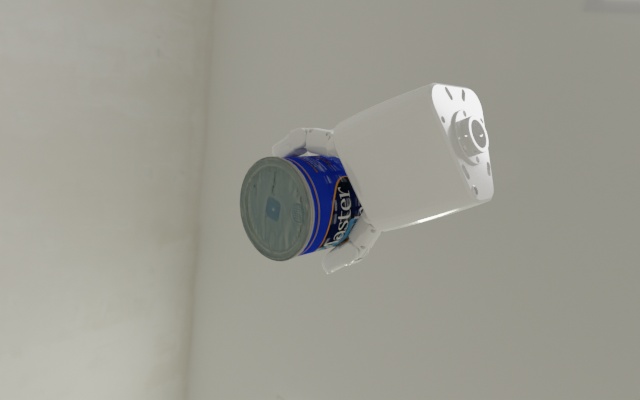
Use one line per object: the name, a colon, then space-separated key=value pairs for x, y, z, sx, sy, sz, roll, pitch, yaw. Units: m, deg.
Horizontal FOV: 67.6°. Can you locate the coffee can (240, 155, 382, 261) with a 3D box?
coffee can: x=0.000 y=0.002 z=0.514 sx=0.103 sy=0.103 sz=0.140 roll=0 pitch=6 yaw=43
